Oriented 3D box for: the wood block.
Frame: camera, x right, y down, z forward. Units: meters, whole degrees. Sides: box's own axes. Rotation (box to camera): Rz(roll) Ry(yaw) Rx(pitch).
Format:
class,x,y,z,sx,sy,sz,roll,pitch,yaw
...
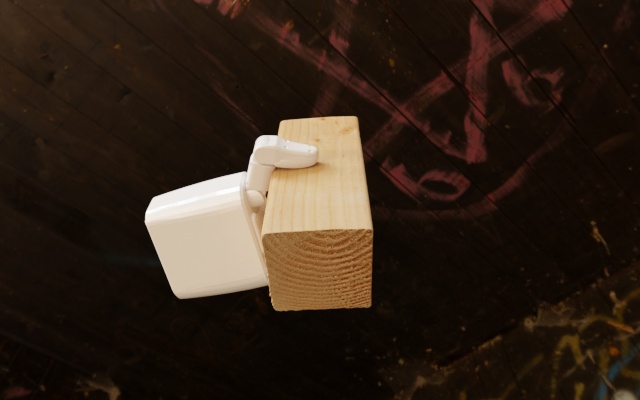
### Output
class,x,y,z,sx,sy,sz,roll,pitch,yaw
wood block,0.000,0.001,0.480,0.090,0.091,0.206,-3,35,2
